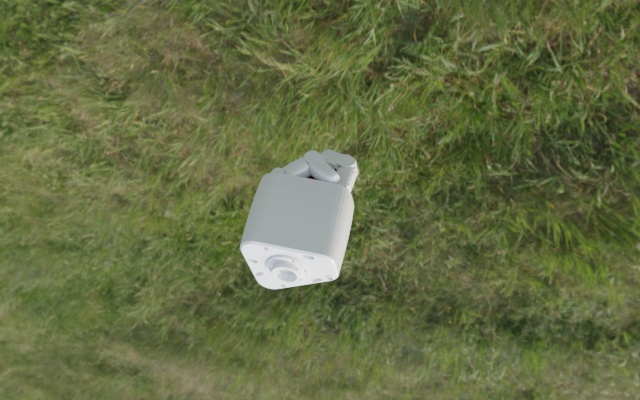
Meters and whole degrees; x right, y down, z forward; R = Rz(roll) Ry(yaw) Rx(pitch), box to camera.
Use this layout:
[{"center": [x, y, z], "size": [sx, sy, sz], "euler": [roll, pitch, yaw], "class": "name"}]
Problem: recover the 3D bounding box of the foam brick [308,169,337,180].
[{"center": [0.000, 0.002, 0.637], "size": [0.053, 0.051, 0.078], "euler": [-2, -43, 15], "class": "foam brick"}]
